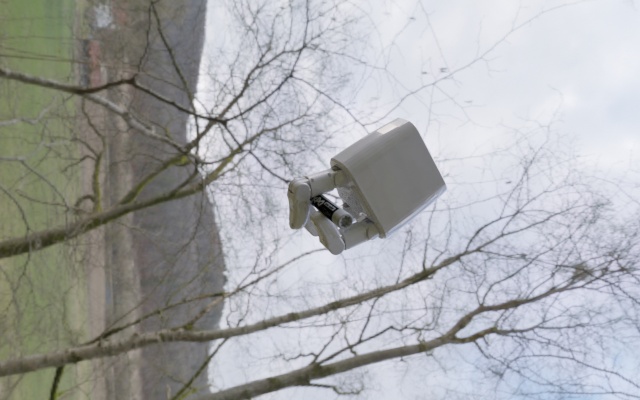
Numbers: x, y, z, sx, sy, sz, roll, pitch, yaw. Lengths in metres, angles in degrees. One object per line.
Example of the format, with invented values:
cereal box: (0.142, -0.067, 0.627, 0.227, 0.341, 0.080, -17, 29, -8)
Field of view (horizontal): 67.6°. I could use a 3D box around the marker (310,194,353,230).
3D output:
marker: (0.000, 0.002, 0.557, 0.020, 0.020, 0.121, 0, 20, -28)
